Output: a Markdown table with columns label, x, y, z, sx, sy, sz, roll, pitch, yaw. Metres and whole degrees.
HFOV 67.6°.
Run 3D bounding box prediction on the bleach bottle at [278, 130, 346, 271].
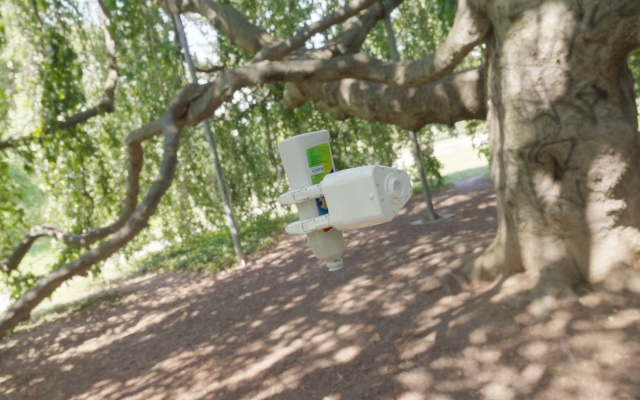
| label | x | y | z | sx | sy | sz | roll | pitch | yaw |
| --- | --- | --- | --- | --- | --- | --- | --- | --- | --- |
| bleach bottle | 0.000 | 0.003 | 0.876 | 0.068 | 0.251 | 0.102 | -12 | 6 | 42 |
